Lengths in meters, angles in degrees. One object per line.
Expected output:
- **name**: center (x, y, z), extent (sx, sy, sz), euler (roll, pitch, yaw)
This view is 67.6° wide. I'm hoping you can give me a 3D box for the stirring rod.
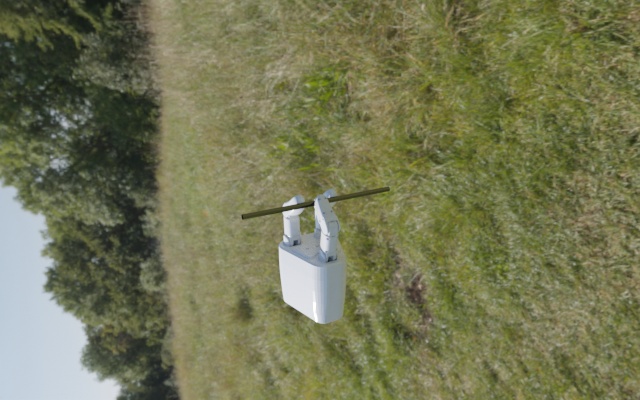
- **stirring rod**: center (0.000, 0.002, 0.706), extent (0.239, 0.011, 0.011), euler (-11, 4, -24)
